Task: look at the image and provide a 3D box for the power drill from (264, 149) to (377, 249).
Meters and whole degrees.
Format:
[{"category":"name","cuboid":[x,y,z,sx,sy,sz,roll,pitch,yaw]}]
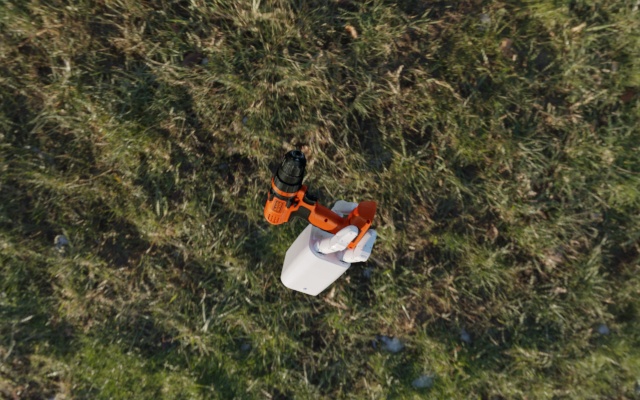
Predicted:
[{"category":"power drill","cuboid":[0.000,0.003,0.846,0.187,0.057,0.184,24,-39,-2]}]
